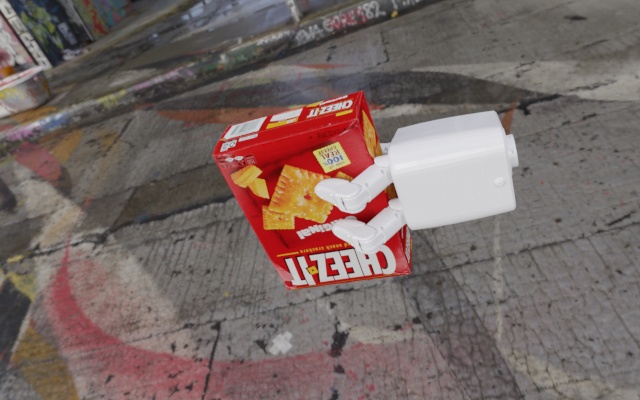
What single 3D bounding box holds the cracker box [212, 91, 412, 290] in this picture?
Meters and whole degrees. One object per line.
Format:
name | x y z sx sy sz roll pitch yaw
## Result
cracker box | 0.000 0.002 0.545 0.164 0.214 0.072 -11 34 19
